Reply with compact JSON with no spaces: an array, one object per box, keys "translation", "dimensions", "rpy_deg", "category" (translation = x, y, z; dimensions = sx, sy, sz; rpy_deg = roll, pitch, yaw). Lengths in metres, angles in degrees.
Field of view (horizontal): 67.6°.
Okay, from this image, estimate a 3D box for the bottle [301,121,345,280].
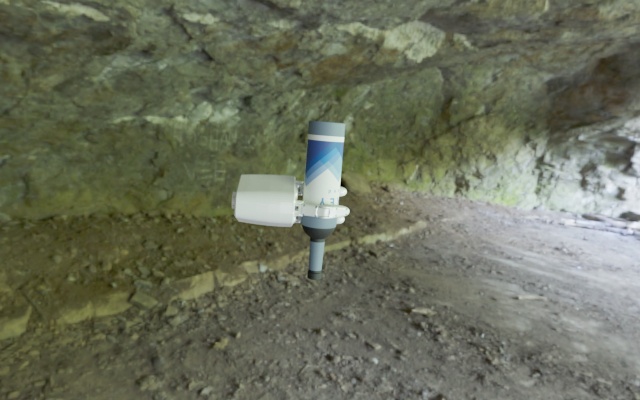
[{"translation":[0.000,0.003,0.887],"dimensions":[0.069,0.296,0.069],"rpy_deg":[5,9,-1],"category":"bottle"}]
